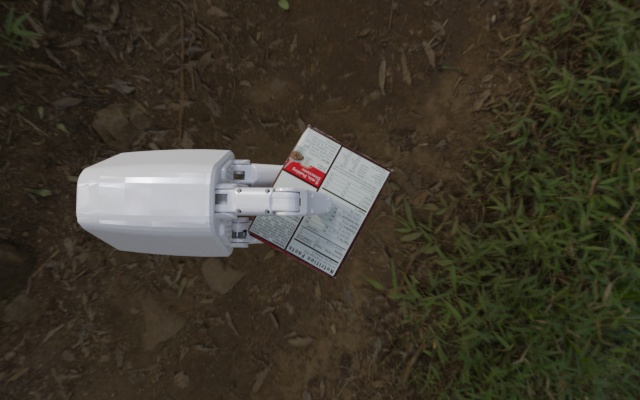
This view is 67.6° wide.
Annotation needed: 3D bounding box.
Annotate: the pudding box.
[{"bbox_3d":[0.000,0.001,0.432,0.090,0.113,0.039,29,-1,0],"label":"pudding box"}]
